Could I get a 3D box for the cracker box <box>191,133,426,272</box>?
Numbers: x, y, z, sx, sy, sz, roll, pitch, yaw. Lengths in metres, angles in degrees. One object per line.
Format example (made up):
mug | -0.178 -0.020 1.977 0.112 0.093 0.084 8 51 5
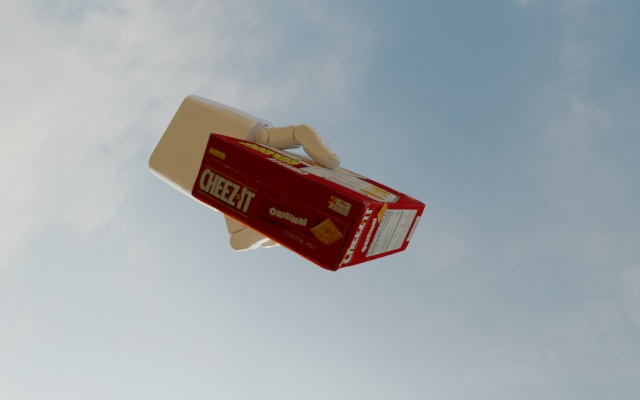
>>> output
cracker box | 0.000 0.001 0.499 0.164 0.072 0.214 25 10 23
